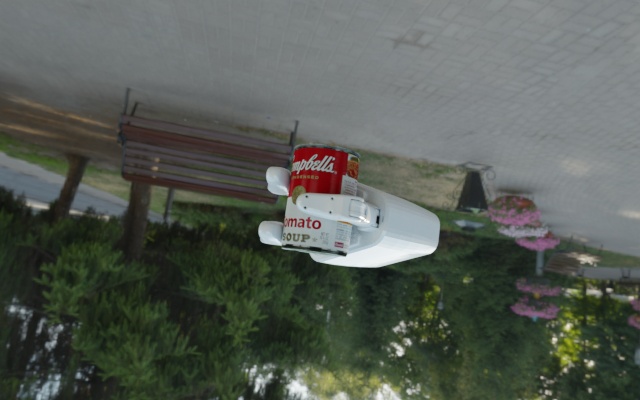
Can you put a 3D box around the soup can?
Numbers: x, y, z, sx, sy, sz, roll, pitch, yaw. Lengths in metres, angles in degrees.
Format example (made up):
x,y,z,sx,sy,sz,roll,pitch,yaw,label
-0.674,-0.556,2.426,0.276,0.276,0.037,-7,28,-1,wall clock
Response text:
x,y,z,sx,sy,sz,roll,pitch,yaw,label
0.000,0.002,0.476,0.068,0.102,0.068,8,-8,1,soup can
